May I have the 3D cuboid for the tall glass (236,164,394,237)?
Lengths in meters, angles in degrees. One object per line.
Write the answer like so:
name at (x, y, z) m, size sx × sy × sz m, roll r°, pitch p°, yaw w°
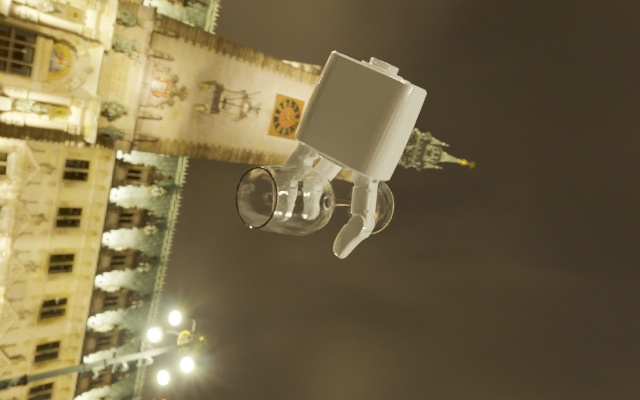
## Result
tall glass at (0.001, 0.002, 0.547) m, size 0.079 × 0.079 × 0.201 m, roll 0°, pitch -2°, yaw 40°
